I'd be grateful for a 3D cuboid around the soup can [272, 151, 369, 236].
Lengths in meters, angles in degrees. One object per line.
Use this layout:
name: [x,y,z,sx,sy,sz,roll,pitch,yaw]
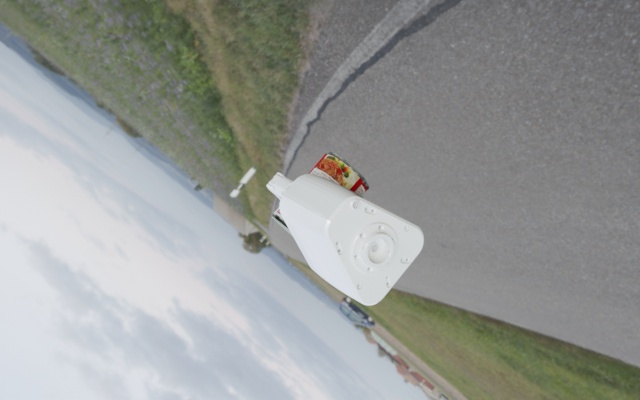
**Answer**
soup can: [0.000,0.002,0.566,0.068,0.102,0.068,40,-8,7]
